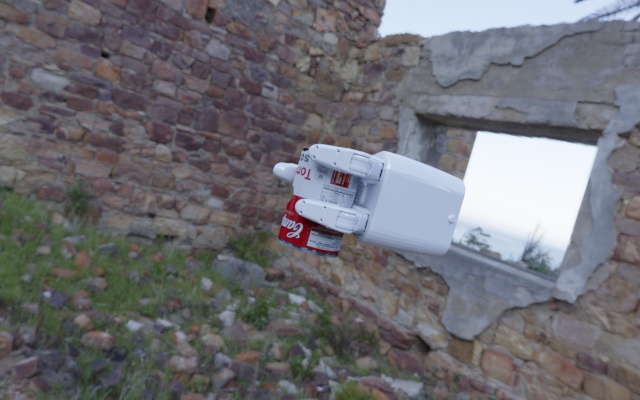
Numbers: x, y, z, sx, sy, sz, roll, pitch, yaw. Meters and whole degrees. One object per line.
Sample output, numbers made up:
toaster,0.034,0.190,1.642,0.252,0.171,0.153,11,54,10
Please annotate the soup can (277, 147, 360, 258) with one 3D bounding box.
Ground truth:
soup can,0.000,0.001,0.505,0.068,0.102,0.068,16,3,-1
